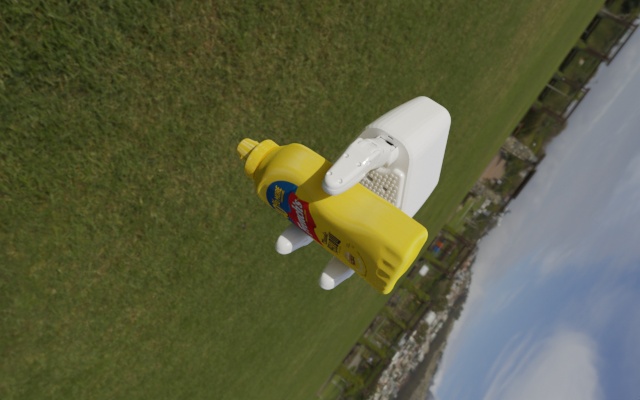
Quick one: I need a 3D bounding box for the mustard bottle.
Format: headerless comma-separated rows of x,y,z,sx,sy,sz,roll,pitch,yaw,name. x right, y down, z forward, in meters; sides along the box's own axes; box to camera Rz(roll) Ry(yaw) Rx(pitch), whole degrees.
0.000,0.002,0.432,0.191,0.058,0.096,36,-22,15,mustard bottle
